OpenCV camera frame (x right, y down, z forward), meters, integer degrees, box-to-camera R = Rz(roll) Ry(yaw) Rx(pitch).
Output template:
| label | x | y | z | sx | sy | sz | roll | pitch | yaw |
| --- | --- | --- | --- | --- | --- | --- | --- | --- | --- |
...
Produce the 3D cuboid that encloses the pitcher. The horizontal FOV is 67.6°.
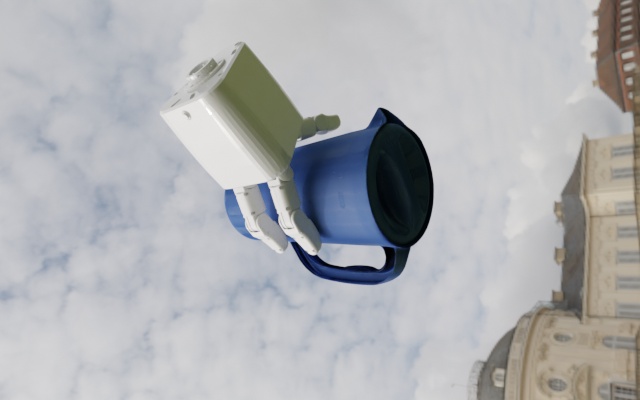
| label | x | y | z | sx | sy | sz | roll | pitch | yaw |
| --- | --- | --- | --- | --- | --- | --- | --- | --- | --- |
| pitcher | 0.000 | 0.002 | 0.566 | 0.243 | 0.149 | 0.145 | -6 | -47 | 41 |
